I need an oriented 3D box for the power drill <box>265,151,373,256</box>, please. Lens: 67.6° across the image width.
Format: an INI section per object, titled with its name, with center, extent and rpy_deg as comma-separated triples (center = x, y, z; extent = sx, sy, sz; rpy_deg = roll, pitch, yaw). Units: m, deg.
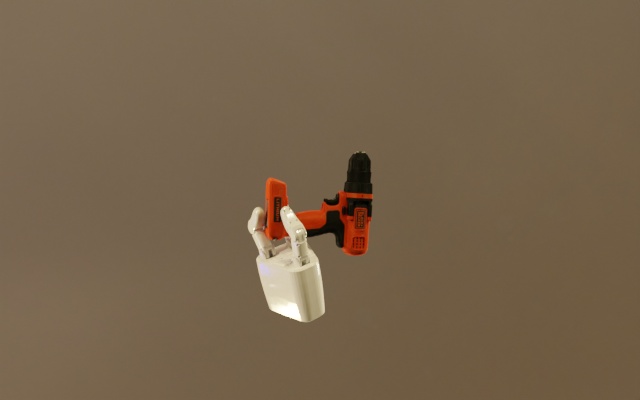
[power drill]
center = 0.000, 0.003, 0.829
extent = 0.187, 0.184, 0.057
rpy_deg = 2, 0, -11
